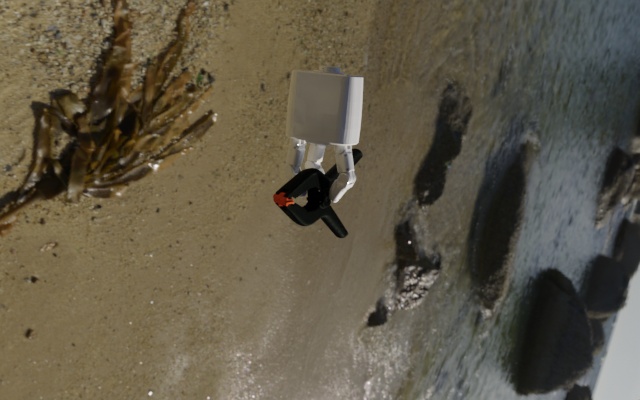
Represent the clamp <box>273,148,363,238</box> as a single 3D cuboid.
[{"bbox_3d":[0.000,0.003,0.795,0.036,0.164,0.210,16,19,34],"label":"clamp"}]
